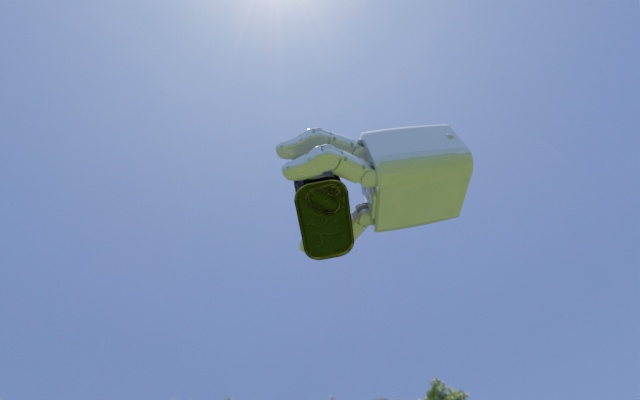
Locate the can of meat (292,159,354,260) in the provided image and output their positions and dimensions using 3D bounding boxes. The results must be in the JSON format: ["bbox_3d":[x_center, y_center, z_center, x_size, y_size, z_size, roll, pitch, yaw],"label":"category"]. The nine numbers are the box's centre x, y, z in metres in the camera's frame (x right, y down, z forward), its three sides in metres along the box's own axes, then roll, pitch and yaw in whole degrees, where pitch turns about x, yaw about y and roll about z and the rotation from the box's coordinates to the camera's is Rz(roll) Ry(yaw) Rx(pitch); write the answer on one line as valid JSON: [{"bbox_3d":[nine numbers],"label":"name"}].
[{"bbox_3d":[0.000,0.002,0.548,0.057,0.102,0.084,-11,33,-2],"label":"can of meat"}]
